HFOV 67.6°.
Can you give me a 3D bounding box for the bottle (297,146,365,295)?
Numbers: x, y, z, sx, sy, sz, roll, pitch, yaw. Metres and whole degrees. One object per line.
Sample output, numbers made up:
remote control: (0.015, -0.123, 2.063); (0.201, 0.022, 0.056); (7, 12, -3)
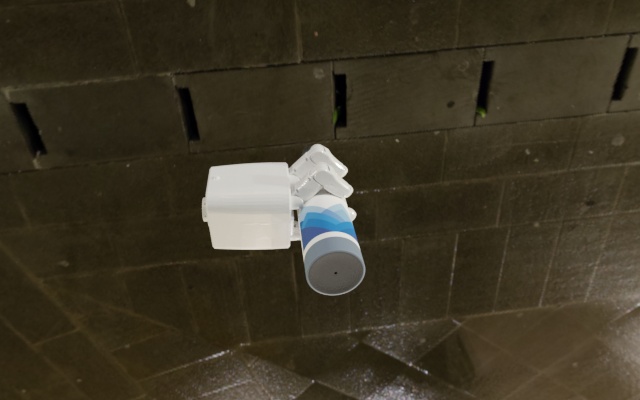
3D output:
bottle: (0.000, 0.002, 0.650); (0.069, 0.069, 0.295); (0, 32, -8)
